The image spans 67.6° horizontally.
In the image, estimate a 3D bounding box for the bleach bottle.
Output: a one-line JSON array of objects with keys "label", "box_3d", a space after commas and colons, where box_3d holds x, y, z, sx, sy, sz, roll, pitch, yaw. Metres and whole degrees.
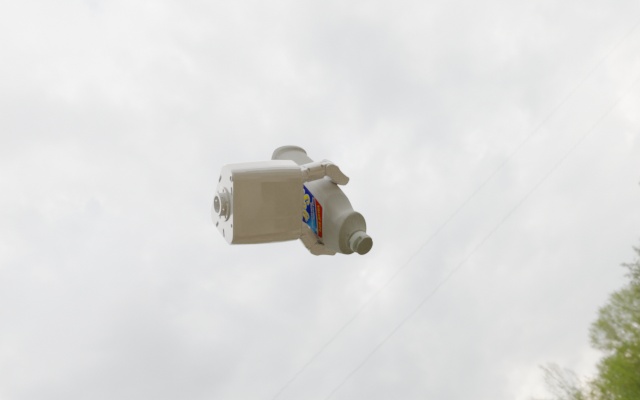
[{"label": "bleach bottle", "box_3d": [0.000, 0.003, 0.751, 0.068, 0.103, 0.250, -5, 28, -32]}]
